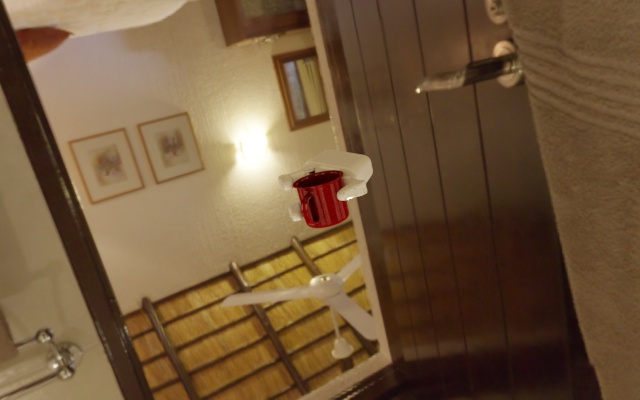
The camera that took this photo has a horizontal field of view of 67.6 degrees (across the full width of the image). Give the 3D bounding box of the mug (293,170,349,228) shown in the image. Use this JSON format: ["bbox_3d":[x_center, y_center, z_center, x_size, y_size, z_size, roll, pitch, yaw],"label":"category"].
[{"bbox_3d":[0.000,0.004,0.848,0.093,0.081,0.117,-5,19,26],"label":"mug"}]
